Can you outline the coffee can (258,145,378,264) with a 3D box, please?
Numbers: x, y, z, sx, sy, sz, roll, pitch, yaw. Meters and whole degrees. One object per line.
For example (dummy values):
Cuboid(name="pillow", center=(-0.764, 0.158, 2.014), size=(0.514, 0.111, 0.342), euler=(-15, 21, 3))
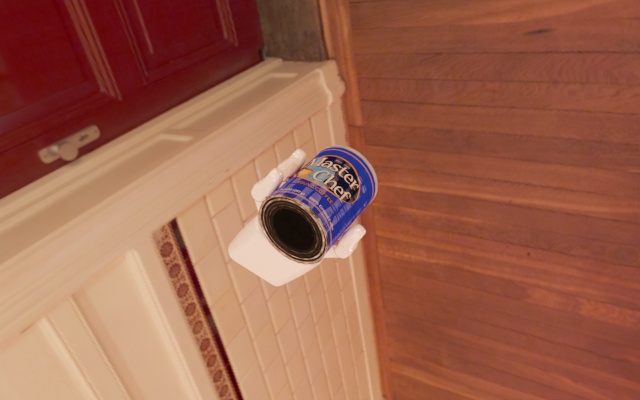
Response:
Cuboid(name="coffee can", center=(0.000, 0.002, 0.634), size=(0.103, 0.103, 0.140), euler=(0, 31, 37))
